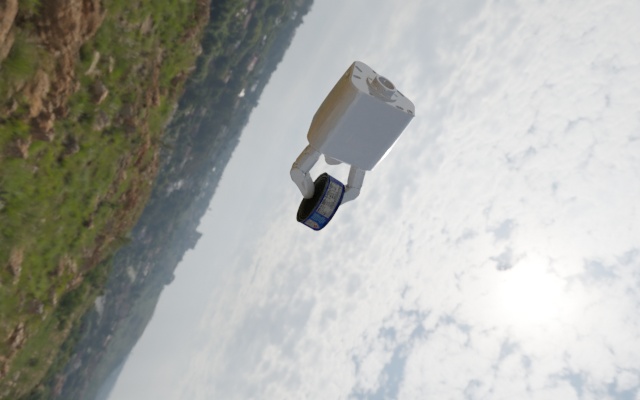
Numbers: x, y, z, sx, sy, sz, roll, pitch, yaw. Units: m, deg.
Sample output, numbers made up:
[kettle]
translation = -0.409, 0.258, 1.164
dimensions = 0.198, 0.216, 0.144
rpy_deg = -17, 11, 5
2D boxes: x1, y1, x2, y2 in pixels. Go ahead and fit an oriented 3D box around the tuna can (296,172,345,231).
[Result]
[tuna can]
translation = 0.001, 0.003, 0.717
dimensions = 0.034, 0.086, 0.086
rpy_deg = 30, -9, -16
